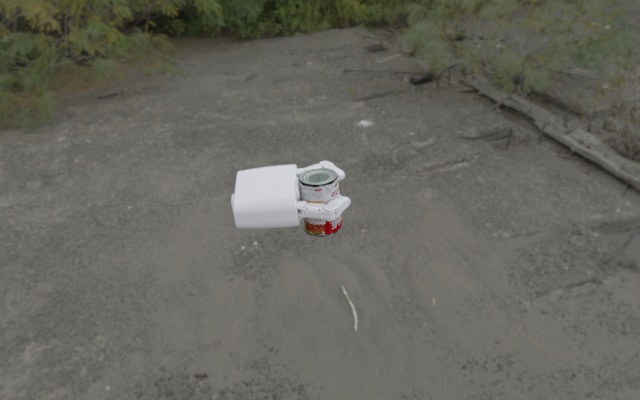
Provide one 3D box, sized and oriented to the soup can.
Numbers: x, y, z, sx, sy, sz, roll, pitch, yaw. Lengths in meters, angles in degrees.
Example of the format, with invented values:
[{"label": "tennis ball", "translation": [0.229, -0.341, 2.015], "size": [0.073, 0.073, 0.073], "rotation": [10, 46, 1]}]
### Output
[{"label": "soup can", "translation": [0.001, 0.002, 0.826], "size": [0.068, 0.102, 0.068], "rotation": [-4, 29, 2]}]
